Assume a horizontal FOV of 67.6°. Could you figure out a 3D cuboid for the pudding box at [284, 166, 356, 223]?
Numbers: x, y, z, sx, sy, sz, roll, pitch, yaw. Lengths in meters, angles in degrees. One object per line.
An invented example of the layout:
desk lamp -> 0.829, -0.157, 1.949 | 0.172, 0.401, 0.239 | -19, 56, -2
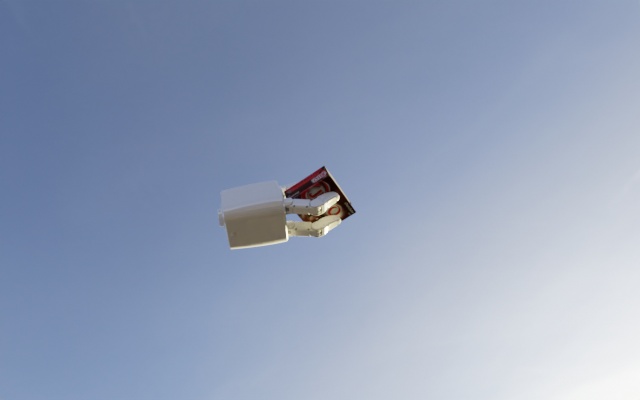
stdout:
pudding box -> 0.000, 0.003, 0.875 | 0.090, 0.039, 0.113 | -32, -48, 8
